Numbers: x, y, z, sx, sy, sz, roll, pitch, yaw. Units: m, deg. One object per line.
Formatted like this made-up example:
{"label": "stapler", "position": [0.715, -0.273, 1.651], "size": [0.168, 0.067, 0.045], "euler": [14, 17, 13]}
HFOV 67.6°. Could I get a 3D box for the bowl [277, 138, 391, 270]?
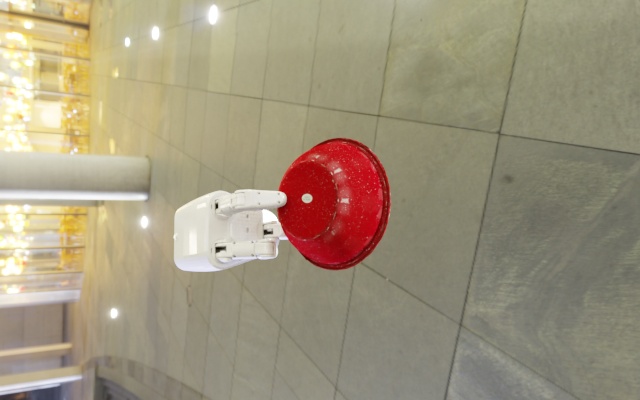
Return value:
{"label": "bowl", "position": [0.001, 0.001, 0.561], "size": [0.162, 0.162, 0.055], "euler": [0, -4, 39]}
